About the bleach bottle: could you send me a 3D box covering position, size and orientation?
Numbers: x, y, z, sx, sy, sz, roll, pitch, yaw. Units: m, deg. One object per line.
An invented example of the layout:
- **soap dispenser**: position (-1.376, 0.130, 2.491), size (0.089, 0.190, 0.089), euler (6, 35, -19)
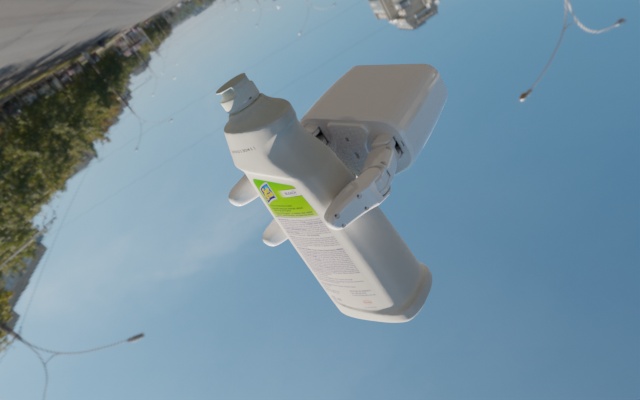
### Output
- **bleach bottle**: position (0.000, 0.001, 0.418), size (0.102, 0.251, 0.068), euler (-7, 37, 44)
